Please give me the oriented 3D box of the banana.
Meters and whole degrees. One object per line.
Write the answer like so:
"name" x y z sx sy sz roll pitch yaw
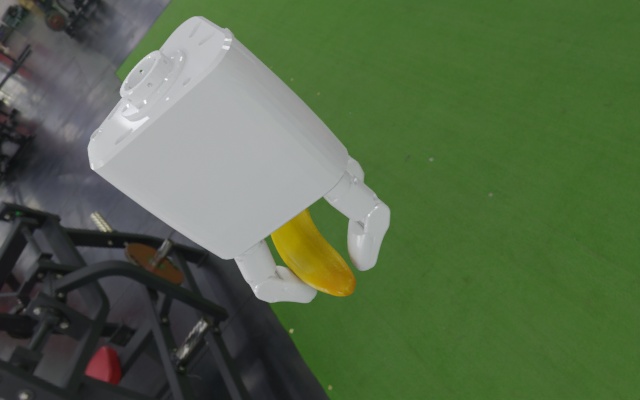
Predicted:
"banana" -0.016 0.007 0.412 0.069 0.197 0.037 -28 -50 19
